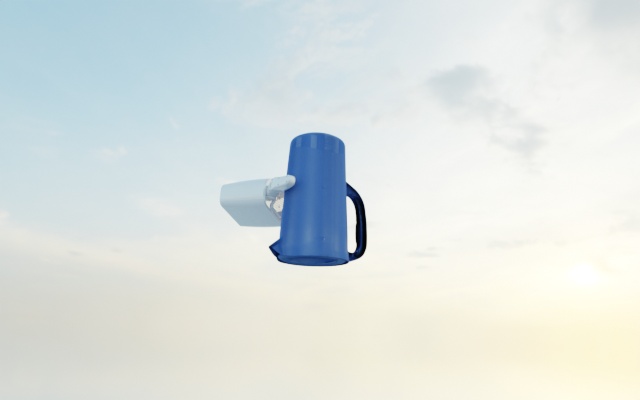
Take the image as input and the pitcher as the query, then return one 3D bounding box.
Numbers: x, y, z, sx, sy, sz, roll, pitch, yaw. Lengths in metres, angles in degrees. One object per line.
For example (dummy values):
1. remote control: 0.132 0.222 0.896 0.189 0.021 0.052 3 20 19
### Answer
1. pitcher: 0.000 0.003 0.900 0.145 0.242 0.149 -5 -17 25
